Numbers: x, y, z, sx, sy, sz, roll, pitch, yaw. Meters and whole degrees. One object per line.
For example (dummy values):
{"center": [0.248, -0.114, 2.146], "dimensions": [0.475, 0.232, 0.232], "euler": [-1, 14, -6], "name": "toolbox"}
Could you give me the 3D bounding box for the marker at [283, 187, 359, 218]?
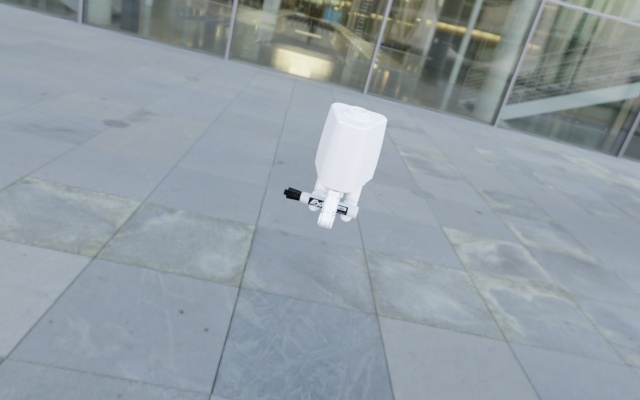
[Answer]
{"center": [0.000, 0.003, 0.758], "dimensions": [0.121, 0.020, 0.020], "euler": [16, 1, 4], "name": "marker"}
